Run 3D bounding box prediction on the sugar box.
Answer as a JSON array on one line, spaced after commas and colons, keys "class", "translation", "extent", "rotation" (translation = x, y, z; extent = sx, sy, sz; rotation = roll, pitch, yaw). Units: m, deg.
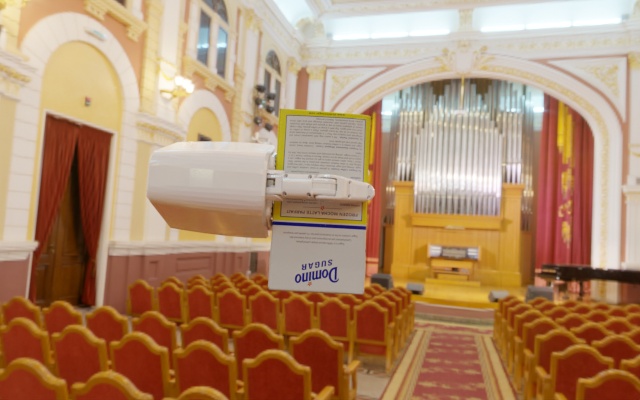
[{"class": "sugar box", "translation": [0.000, 0.001, 0.475], "extent": [0.093, 0.176, 0.048], "rotation": [4, -4, -1]}]
